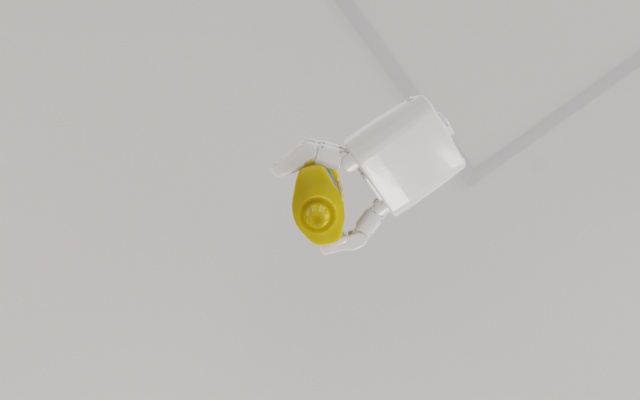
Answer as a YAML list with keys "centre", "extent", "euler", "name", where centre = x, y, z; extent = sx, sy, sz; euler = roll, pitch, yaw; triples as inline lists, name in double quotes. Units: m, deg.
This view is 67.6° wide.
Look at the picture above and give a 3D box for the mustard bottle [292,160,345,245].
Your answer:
- centre: [0.000, 0.002, 0.579]
  extent: [0.058, 0.096, 0.191]
  euler: [-11, 10, 4]
  name: "mustard bottle"
